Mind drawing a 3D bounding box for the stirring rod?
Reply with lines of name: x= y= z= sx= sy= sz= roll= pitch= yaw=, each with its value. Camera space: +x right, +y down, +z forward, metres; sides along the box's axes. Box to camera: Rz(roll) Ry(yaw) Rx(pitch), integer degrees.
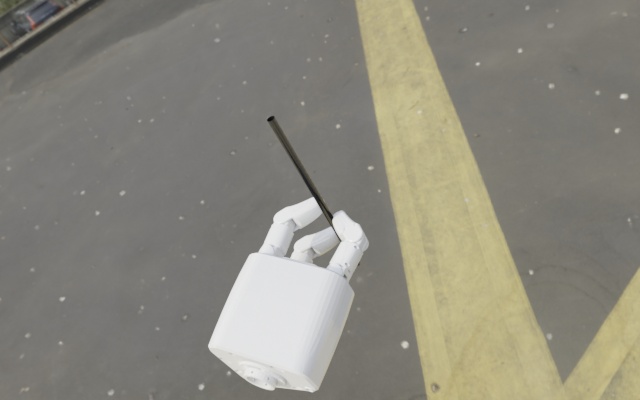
stirring rod: x=0.000 y=0.002 z=0.525 sx=0.011 sy=0.011 sz=0.240 roll=0 pitch=-40 yaw=31
